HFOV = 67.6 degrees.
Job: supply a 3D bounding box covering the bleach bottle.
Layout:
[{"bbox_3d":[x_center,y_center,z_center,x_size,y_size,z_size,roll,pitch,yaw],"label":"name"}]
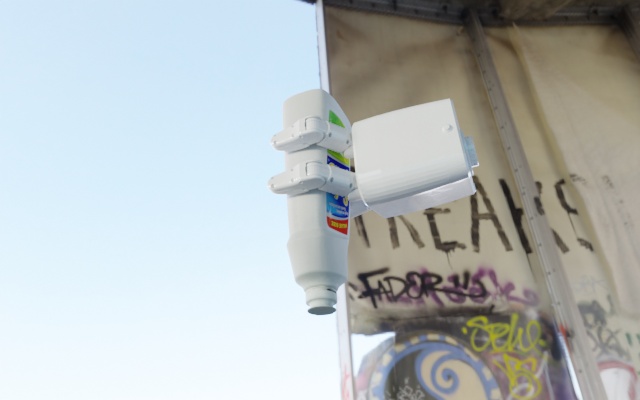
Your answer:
[{"bbox_3d":[0.000,0.002,0.524,0.068,0.250,0.103,-15,-33,20],"label":"bleach bottle"}]
